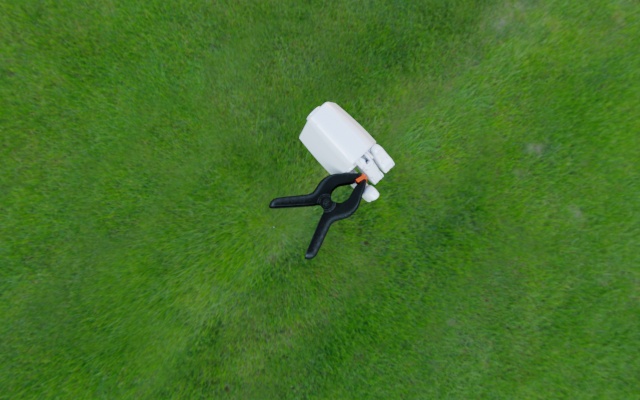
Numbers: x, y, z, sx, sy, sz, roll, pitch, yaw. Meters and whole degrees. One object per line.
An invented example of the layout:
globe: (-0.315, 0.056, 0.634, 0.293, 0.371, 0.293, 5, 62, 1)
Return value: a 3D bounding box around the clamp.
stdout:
clamp: (0.000, 0.003, 0.813, 0.171, 0.120, 0.039, -44, -3, -6)
